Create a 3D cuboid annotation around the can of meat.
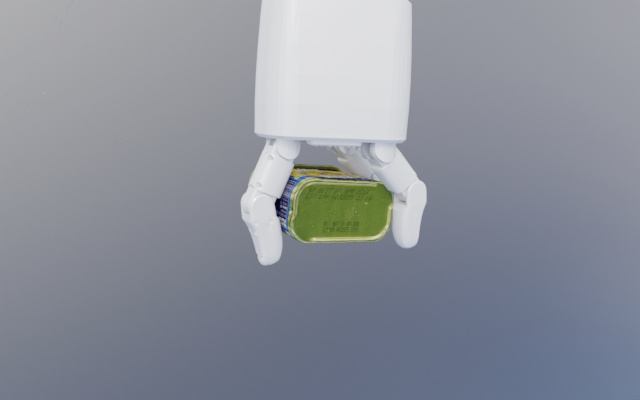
[{"bbox_3d":[0.000,0.001,0.413,0.102,0.057,0.084,1,10,-30],"label":"can of meat"}]
